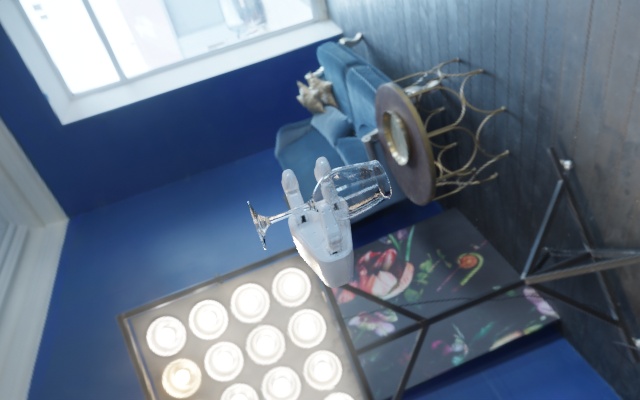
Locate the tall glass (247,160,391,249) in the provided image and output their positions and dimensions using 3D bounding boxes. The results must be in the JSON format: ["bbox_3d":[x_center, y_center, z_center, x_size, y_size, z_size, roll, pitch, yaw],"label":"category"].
[{"bbox_3d":[-0.001,0.003,0.702,0.201,0.079,0.079,-20,2,-7],"label":"tall glass"}]
